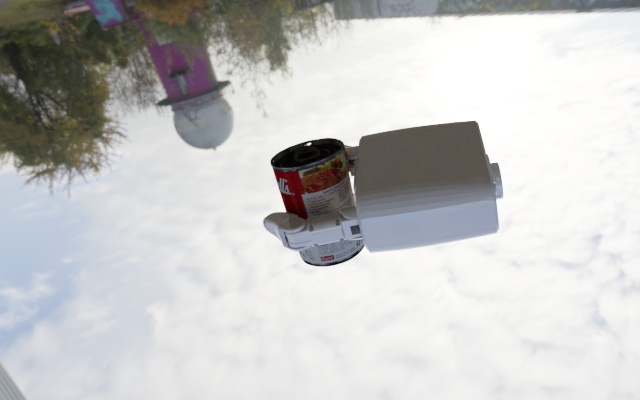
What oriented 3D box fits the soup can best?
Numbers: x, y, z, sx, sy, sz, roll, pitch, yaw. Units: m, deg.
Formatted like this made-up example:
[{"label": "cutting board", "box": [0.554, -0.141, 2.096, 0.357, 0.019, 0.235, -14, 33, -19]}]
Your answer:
[{"label": "soup can", "box": [0.000, 0.002, 0.444, 0.068, 0.102, 0.068, -13, 24, 6]}]
